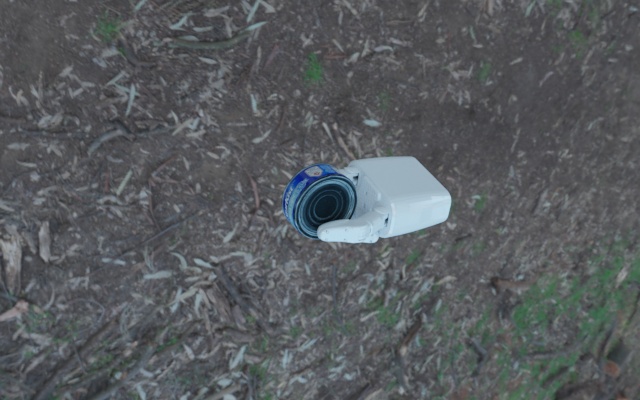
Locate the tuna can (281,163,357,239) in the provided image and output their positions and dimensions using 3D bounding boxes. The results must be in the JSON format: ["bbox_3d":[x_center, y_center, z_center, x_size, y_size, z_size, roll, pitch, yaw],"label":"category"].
[{"bbox_3d":[0.000,0.002,0.558,0.086,0.086,0.033,0,27,-32],"label":"tuna can"}]
